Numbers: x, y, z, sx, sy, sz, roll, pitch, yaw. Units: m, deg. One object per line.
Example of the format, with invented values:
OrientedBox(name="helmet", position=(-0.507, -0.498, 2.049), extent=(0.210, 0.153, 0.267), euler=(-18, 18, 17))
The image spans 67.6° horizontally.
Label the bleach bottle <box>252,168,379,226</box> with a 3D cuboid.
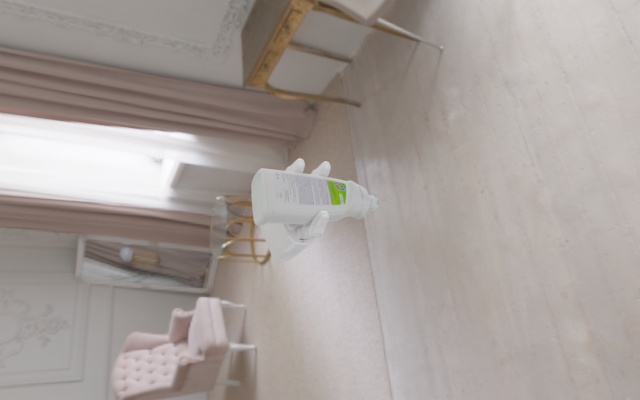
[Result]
OrientedBox(name="bleach bottle", position=(0.000, 0.003, 0.897), extent=(0.251, 0.102, 0.068), euler=(6, -30, -27))
